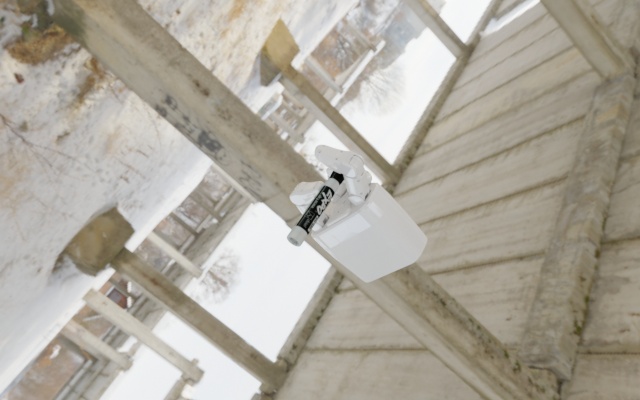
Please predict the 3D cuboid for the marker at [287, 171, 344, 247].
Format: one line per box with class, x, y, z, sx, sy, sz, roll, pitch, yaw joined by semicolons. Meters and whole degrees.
marker;0.000;0.002;0.551;0.020;0.121;0.020;25;-31;16
